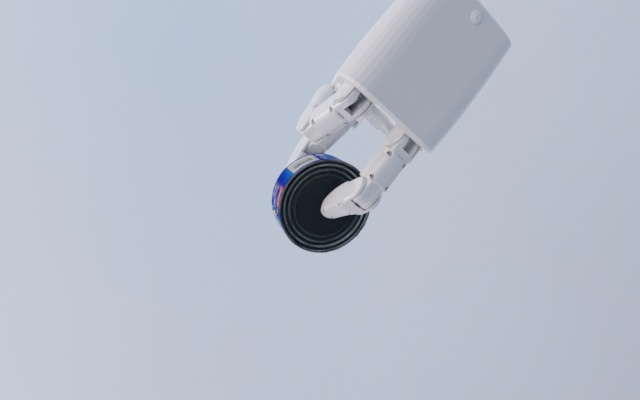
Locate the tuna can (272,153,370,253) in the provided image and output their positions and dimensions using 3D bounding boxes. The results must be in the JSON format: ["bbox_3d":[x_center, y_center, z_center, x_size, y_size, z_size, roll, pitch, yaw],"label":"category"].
[{"bbox_3d":[0.000,0.001,0.431,0.086,0.086,0.033,0,17,-20],"label":"tuna can"}]
